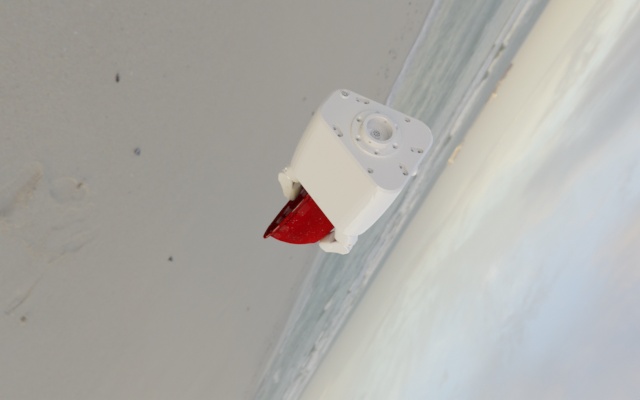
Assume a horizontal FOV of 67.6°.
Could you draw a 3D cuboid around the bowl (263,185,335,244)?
[{"bbox_3d":[0.000,0.002,0.603,0.055,0.162,0.162,41,-6,-7],"label":"bowl"}]
